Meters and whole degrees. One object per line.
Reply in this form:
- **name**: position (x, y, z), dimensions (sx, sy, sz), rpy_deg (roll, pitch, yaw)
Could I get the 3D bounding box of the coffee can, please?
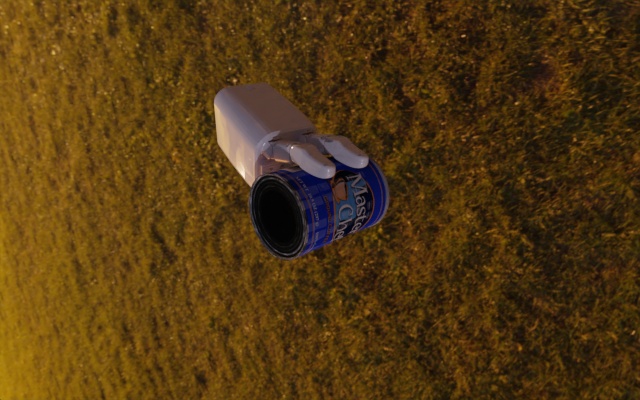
- **coffee can**: position (0.000, 0.002, 0.579), dimensions (0.140, 0.103, 0.103), rpy_deg (-19, 13, -41)
